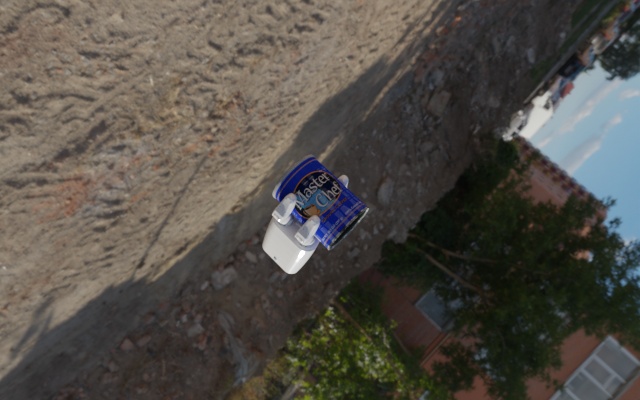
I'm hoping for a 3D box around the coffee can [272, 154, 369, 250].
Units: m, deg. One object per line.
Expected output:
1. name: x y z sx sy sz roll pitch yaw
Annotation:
1. coffee can: 0.000 0.003 0.842 0.140 0.103 0.103 44 10 10
